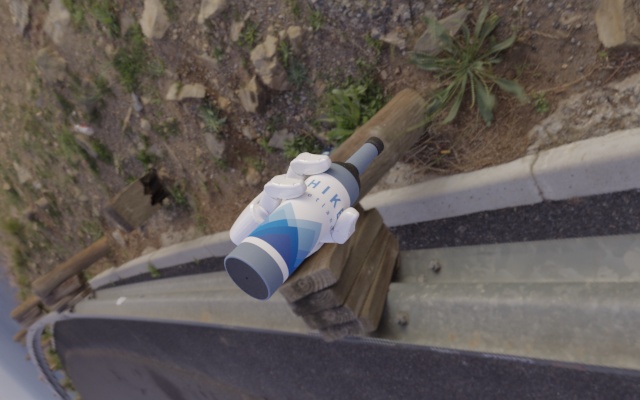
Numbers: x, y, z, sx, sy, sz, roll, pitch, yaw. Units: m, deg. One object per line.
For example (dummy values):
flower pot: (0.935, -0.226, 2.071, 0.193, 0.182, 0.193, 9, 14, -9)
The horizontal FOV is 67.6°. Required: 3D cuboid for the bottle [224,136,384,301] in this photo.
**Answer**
bottle: (0.000, 0.002, 0.616, 0.069, 0.069, 0.295, 0, 35, 43)
